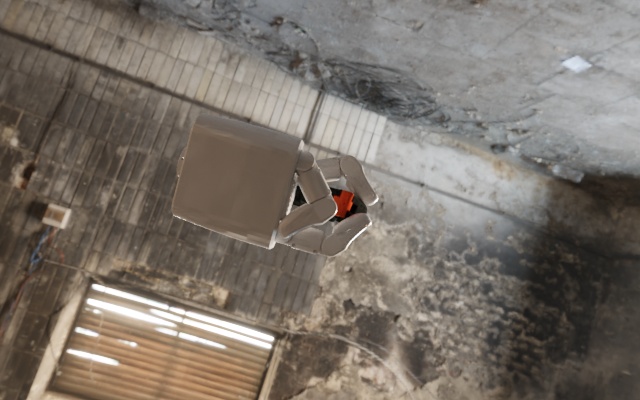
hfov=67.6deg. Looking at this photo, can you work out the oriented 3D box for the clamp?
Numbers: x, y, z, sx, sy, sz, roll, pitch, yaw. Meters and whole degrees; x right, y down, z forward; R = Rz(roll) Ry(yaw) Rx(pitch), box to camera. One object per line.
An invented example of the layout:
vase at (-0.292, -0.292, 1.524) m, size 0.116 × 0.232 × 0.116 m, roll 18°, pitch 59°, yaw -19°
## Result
clamp at (0.000, 0.002, 0.564) m, size 0.120 × 0.039 × 0.171 m, roll 16°, pitch -8°, yaw 0°
